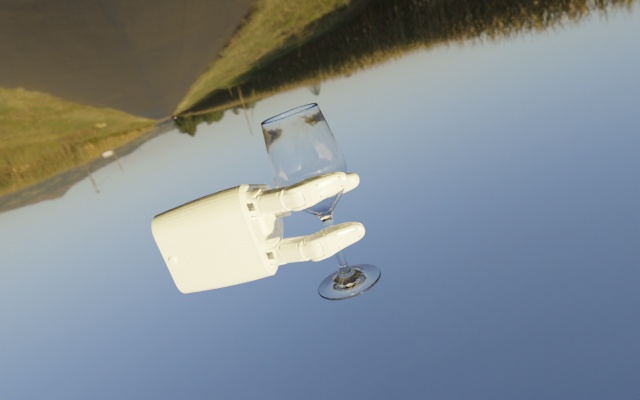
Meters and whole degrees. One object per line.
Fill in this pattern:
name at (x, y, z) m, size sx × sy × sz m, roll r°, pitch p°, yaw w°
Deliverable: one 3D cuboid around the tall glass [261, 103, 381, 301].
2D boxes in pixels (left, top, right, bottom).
tall glass at (0.000, 0.002, 0.511) m, size 0.079 × 0.201 × 0.079 m, roll -18°, pitch 16°, yaw 5°
